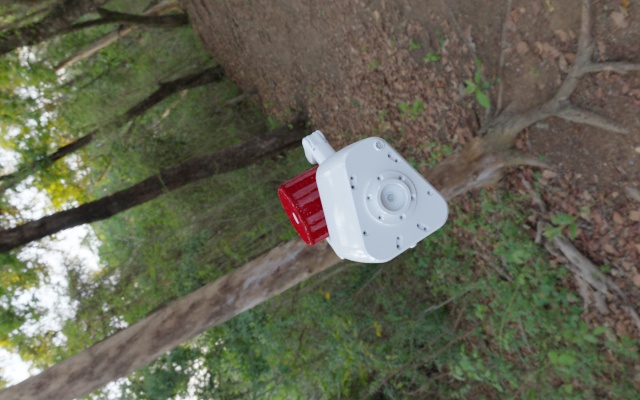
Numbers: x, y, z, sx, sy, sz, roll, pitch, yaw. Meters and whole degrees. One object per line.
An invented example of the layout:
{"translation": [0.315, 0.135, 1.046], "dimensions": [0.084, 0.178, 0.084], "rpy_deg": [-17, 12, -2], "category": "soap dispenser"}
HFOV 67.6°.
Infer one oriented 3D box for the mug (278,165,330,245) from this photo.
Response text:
{"translation": [0.000, 0.002, 0.586], "dimensions": [0.081, 0.093, 0.117], "rpy_deg": [-29, 1, -12], "category": "mug"}
